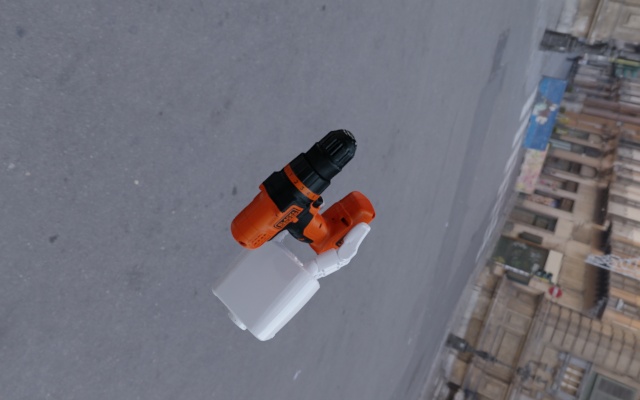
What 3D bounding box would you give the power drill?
[{"bbox_3d":[0.000,0.002,0.611,0.184,0.057,0.188,-40,-30,13],"label":"power drill"}]
